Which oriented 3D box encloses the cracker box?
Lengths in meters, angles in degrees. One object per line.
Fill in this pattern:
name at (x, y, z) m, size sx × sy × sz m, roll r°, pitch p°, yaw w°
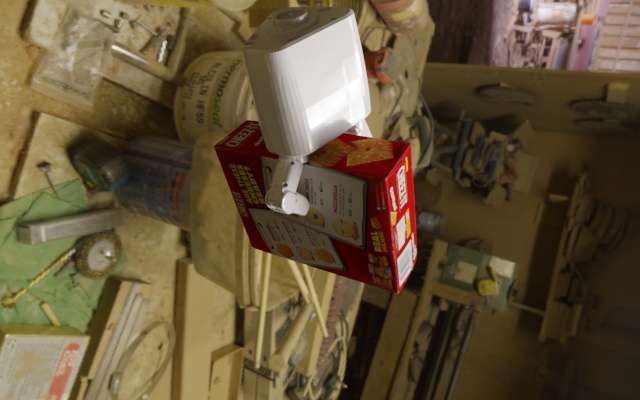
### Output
cracker box at (0.000, 0.002, 0.550) m, size 0.213 × 0.164 × 0.072 m, roll 13°, pitch 45°, yaw 30°
